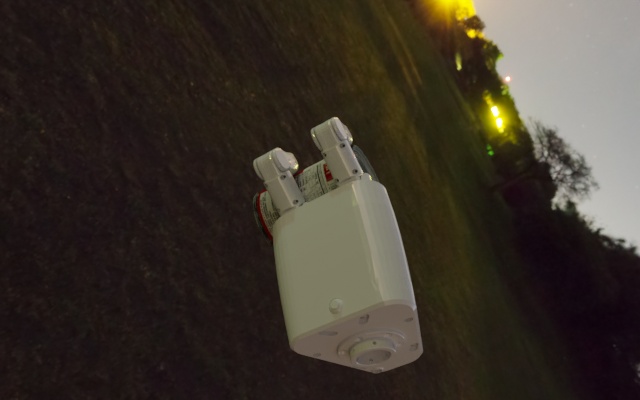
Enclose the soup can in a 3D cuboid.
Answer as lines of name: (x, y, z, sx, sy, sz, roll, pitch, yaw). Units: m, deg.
soup can: (0.000, 0.001, 0.431, 0.102, 0.068, 0.068, -26, -8, 17)
